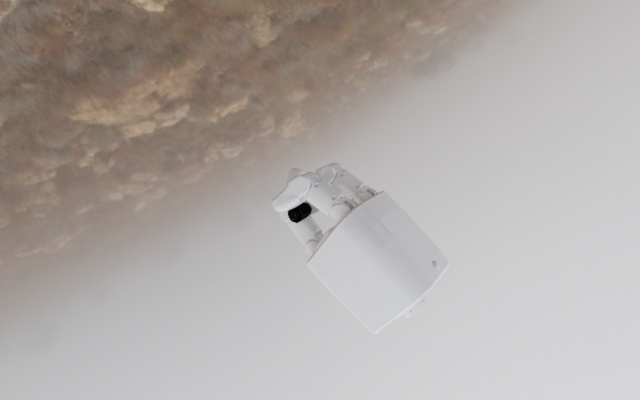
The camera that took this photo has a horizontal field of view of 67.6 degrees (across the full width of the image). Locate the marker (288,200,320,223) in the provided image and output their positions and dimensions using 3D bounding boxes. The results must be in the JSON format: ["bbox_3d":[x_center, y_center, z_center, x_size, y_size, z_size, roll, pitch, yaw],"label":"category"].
[{"bbox_3d":[0.000,0.002,0.552,0.020,0.020,0.121,0,14,31],"label":"marker"}]
